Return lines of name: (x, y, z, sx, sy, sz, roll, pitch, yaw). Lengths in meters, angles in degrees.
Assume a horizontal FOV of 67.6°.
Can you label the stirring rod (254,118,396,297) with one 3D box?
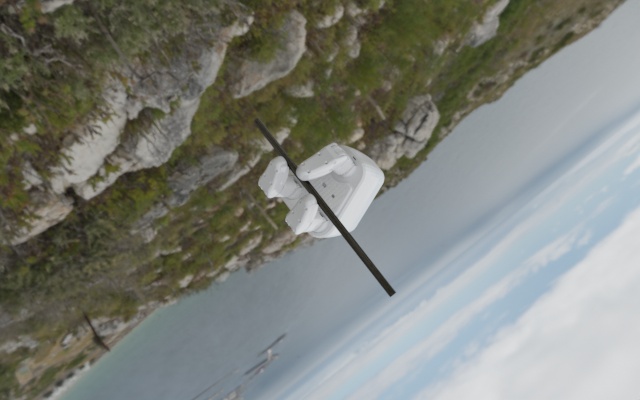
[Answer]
stirring rod: (0.000, 0.002, 0.501, 0.011, 0.239, 0.011, -35, -16, -12)
